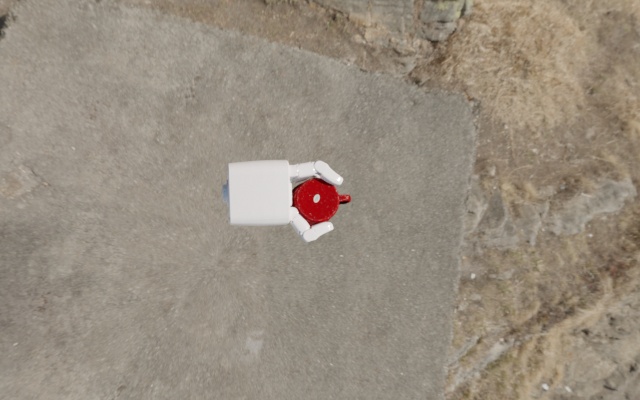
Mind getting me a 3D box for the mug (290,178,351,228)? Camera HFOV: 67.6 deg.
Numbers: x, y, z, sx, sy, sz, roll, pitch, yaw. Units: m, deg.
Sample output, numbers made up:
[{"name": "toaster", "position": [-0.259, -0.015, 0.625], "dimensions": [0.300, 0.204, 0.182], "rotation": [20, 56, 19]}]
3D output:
[{"name": "mug", "position": [0.002, 0.003, 0.893], "dimensions": [0.117, 0.093, 0.081], "rotation": [-3, -7, -11]}]
